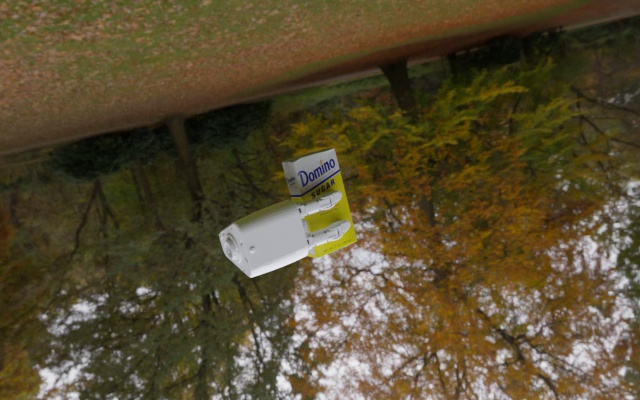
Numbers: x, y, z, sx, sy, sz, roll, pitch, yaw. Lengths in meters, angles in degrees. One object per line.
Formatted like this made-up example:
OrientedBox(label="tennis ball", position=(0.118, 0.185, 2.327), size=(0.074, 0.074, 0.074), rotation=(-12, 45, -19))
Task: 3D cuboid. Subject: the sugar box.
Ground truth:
OrientedBox(label="sugar box", position=(0.000, 0.003, 0.845), size=(0.093, 0.176, 0.048), rotation=(-21, 14, -32))
